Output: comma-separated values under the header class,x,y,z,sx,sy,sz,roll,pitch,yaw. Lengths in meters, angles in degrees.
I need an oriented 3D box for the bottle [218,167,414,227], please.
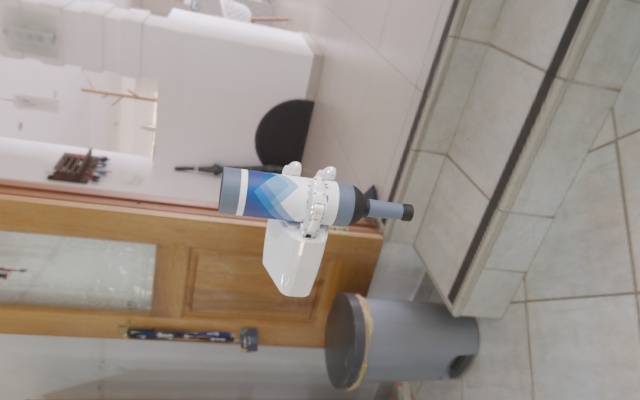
class,x,y,z,sx,sy,sz,roll,pitch,yaw
bottle,0.000,0.002,0.715,0.296,0.069,0.069,7,-2,-14
